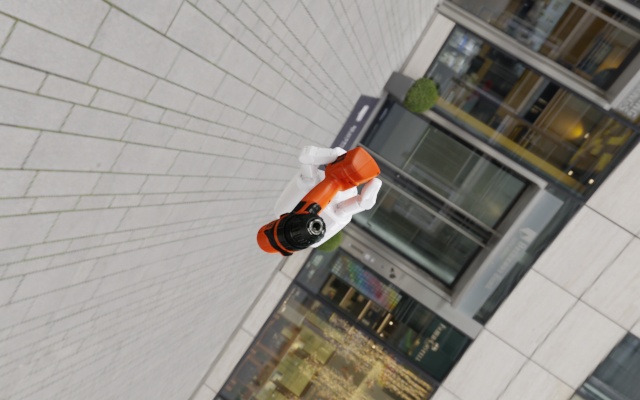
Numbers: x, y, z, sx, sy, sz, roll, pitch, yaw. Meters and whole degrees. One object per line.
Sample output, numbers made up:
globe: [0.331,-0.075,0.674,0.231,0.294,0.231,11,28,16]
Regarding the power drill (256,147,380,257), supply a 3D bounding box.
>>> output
power drill: [0.000,0.002,0.686,0.187,0.057,0.184,-43,12,-25]
